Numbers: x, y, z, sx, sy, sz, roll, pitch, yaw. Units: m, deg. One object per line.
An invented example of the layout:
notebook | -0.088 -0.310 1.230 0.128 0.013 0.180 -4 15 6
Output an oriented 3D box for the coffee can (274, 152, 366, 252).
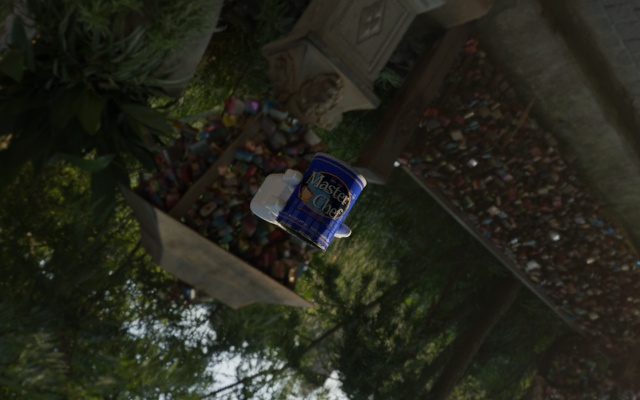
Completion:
coffee can | 0.000 0.003 0.824 0.103 0.140 0.103 31 -10 6
